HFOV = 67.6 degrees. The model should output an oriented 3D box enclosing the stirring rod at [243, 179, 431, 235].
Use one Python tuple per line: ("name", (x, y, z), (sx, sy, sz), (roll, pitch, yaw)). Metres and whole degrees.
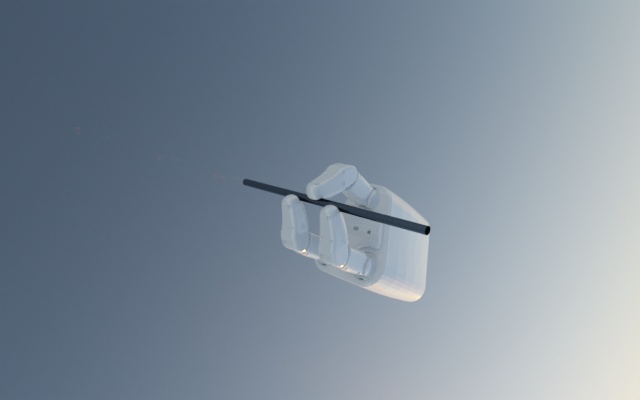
("stirring rod", (0.000, 0.001, 0.461), (0.239, 0.011, 0.011), (15, 10, 43))
